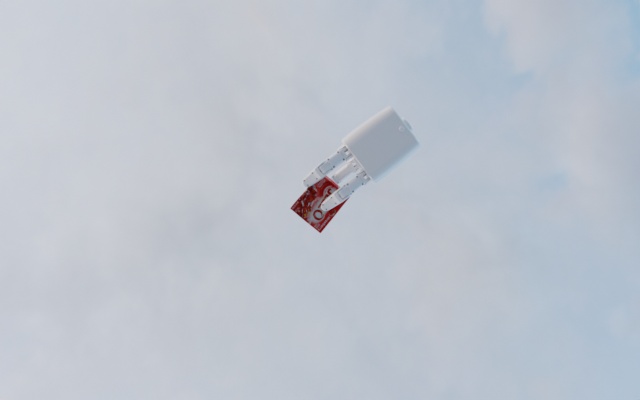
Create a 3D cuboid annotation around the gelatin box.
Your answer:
[{"bbox_3d":[0.000,0.003,0.877,0.073,0.089,0.030,39,10,0],"label":"gelatin box"}]
